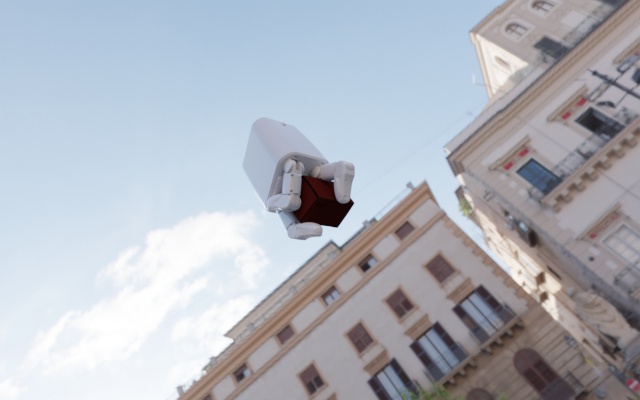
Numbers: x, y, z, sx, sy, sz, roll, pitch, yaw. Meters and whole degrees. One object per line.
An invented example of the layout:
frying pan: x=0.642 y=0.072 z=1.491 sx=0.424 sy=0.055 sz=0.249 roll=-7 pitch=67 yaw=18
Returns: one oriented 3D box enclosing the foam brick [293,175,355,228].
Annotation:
foam brick: x=0.000 y=0.002 z=0.707 sx=0.078 sy=0.053 sz=0.051 roll=11 pitch=33 yaw=-44
